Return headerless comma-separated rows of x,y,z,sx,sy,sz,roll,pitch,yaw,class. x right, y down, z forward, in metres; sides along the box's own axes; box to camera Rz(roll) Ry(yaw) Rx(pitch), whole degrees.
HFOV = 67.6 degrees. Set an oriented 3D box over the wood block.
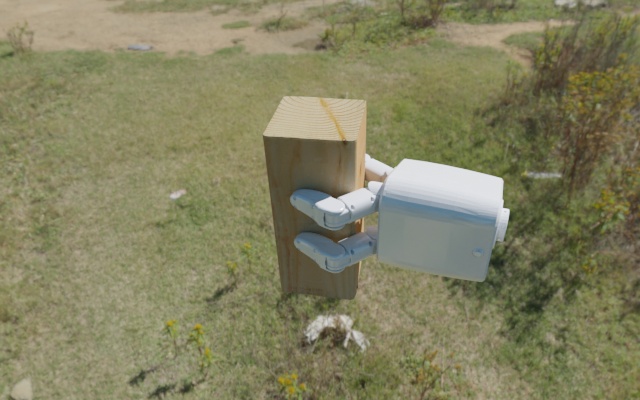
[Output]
0.001,0.001,0.523,0.090,0.206,0.090,5,37,9,wood block
